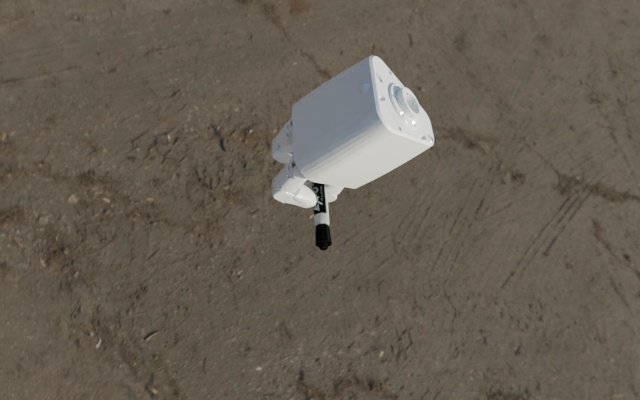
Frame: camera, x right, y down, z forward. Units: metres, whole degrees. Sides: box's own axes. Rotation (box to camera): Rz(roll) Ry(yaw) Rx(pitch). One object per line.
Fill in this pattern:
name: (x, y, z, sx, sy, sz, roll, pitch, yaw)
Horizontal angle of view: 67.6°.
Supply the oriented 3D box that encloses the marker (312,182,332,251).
marker: (0.000, 0.002, 0.564, 0.020, 0.121, 0.020, -3, -29, -2)
